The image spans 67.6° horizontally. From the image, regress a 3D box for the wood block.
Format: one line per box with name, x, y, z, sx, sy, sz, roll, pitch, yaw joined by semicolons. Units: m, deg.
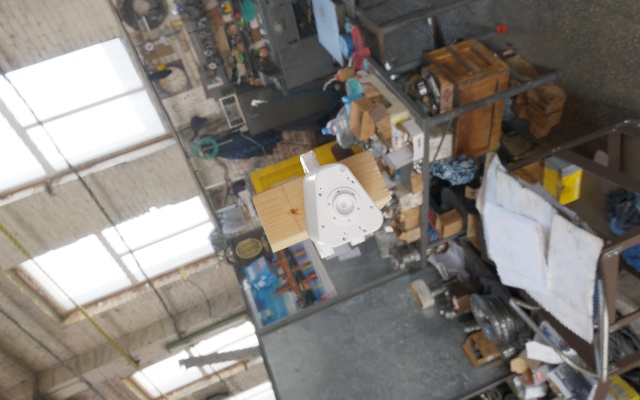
wood block;0.000;0.002;0.796;0.206;0.091;0.090;-21;-10;-8
